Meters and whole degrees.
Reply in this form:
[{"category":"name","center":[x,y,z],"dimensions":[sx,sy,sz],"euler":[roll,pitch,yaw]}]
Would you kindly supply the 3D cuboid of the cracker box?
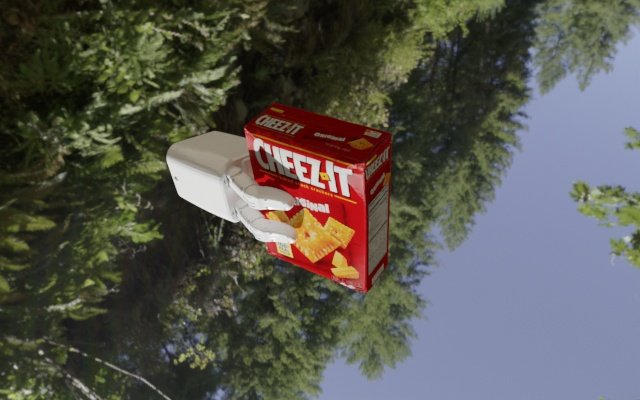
[{"category":"cracker box","center":[0.000,0.002,0.602],"dimensions":[0.164,0.214,0.072],"euler":[19,46,26]}]
